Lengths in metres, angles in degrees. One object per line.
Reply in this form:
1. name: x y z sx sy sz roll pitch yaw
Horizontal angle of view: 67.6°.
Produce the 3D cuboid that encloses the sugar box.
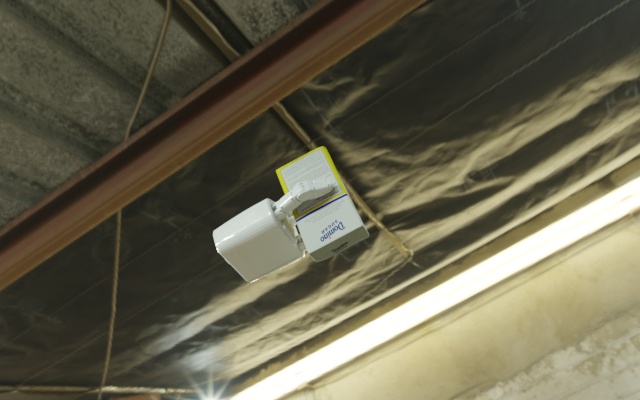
1. sugar box: 0.000 0.003 0.758 0.093 0.176 0.048 -28 -34 6
